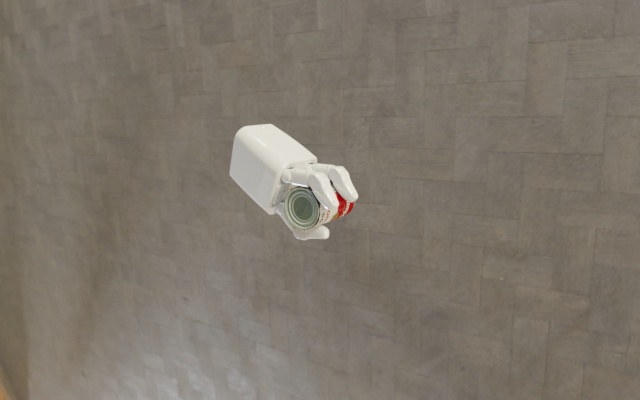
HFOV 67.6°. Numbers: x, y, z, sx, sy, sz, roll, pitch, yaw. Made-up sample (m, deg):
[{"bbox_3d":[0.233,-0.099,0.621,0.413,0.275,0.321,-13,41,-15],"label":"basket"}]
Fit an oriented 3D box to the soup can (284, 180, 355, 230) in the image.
[{"bbox_3d":[0.000,0.003,0.746,0.068,0.068,0.102,0,11,35],"label":"soup can"}]
